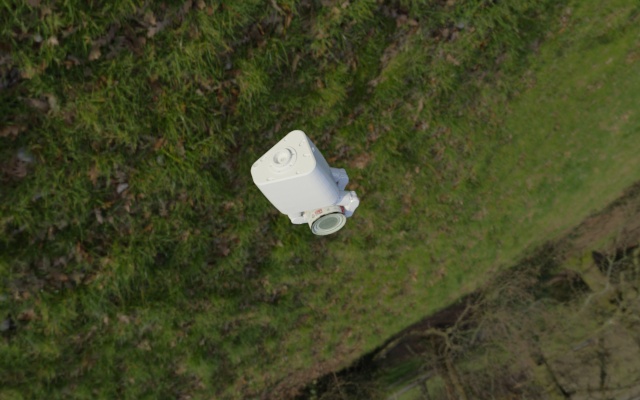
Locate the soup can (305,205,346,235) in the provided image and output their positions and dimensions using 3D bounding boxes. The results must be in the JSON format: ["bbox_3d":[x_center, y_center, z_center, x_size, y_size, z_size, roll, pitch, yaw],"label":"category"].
[{"bbox_3d":[0.000,0.003,0.868,0.068,0.102,0.069,-15,-34,-10],"label":"soup can"}]
